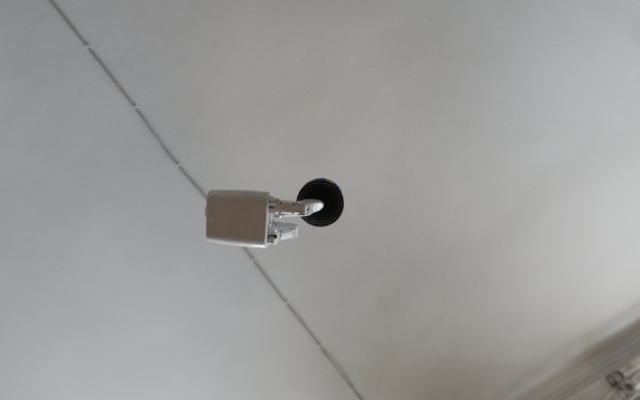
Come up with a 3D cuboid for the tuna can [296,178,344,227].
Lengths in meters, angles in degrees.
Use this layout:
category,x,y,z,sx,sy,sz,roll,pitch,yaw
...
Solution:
category,x,y,z,sx,sy,sz,roll,pitch,yaw
tuna can,0.000,0.003,0.862,0.086,0.086,0.033,0,11,4
